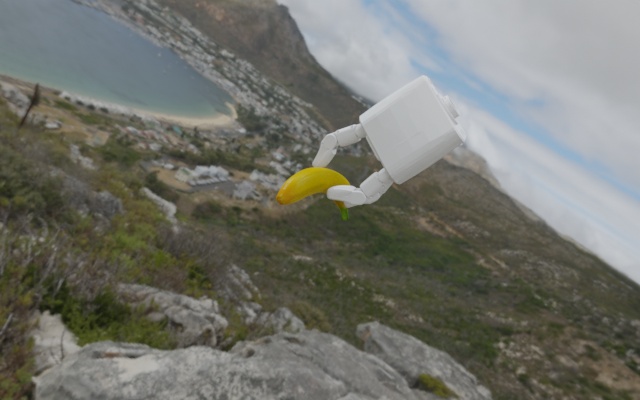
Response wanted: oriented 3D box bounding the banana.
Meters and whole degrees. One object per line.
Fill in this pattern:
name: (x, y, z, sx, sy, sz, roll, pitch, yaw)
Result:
banana: (0.002, -0.016, 0.705, 0.037, 0.069, 0.198, -6, -12, 31)
